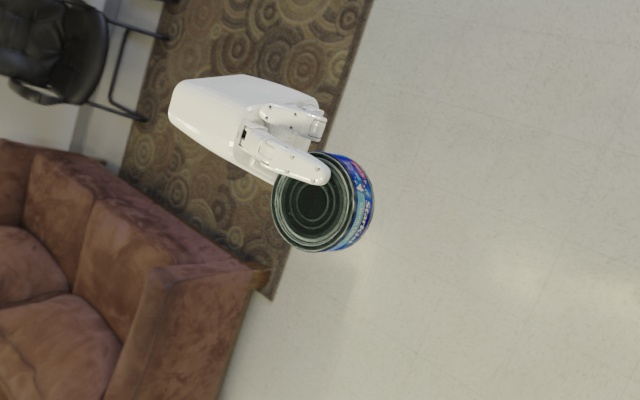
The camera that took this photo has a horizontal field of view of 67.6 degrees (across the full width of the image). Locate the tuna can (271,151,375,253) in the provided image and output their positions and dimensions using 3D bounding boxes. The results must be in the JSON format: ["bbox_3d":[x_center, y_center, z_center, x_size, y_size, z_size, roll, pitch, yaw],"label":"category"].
[{"bbox_3d":[0.000,0.001,0.404,0.086,0.086,0.034,0,-2,32],"label":"tuna can"}]
